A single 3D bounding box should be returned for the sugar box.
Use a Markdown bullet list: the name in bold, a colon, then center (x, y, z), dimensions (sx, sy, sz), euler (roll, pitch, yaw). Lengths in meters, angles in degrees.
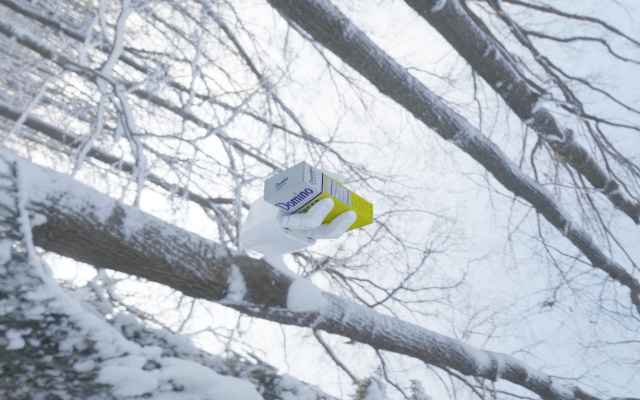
- **sugar box**: center (0.000, 0.003, 0.790), dimensions (0.093, 0.048, 0.176), euler (-23, -35, 37)
